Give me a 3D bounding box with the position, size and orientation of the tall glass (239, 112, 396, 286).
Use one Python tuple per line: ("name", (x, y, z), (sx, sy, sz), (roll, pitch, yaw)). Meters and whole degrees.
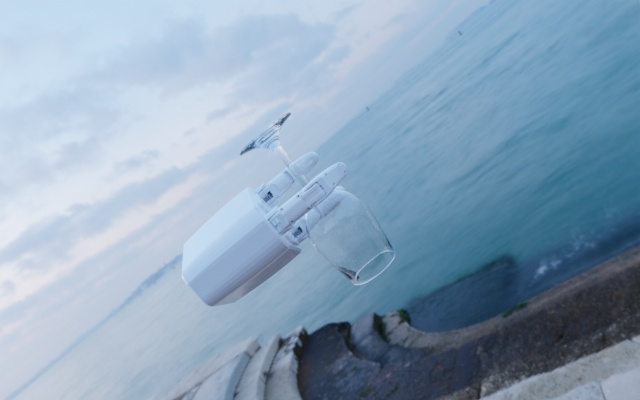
("tall glass", (0.000, 0.001, 0.543), (0.079, 0.201, 0.079), (-39, 5, 4))
